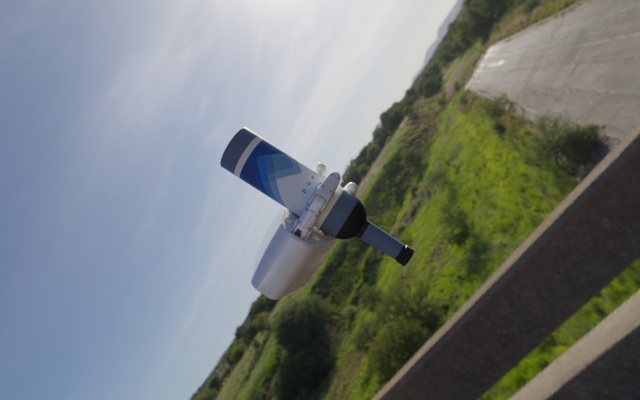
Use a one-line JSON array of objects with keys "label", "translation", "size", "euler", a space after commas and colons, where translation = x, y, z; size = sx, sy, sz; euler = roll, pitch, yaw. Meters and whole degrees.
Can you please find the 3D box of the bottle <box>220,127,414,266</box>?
[{"label": "bottle", "translation": [0.000, 0.002, 0.675], "size": [0.295, 0.069, 0.069], "euler": [32, 1, 2]}]
